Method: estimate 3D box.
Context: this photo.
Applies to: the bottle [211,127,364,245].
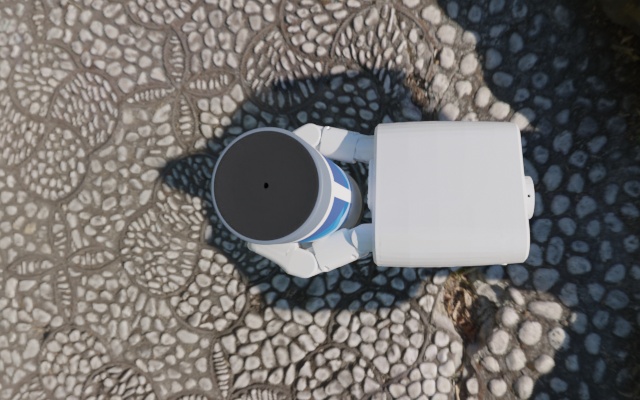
[{"bbox_3d":[0.000,0.001,0.409,0.069,0.069,0.296,0,-4,12],"label":"bottle"}]
